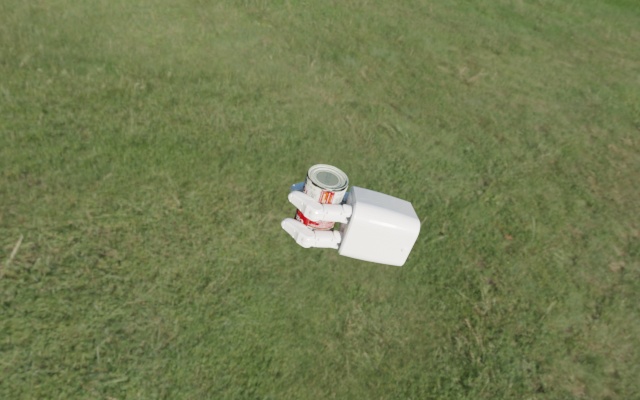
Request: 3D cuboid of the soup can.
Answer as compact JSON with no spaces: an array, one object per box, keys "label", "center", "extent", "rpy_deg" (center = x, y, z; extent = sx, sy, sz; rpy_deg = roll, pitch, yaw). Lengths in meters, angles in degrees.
[{"label":"soup can","center":[0.000,0.002,0.756],"extent":[0.068,0.102,0.068],"rpy_deg":[11,37,-8]}]
